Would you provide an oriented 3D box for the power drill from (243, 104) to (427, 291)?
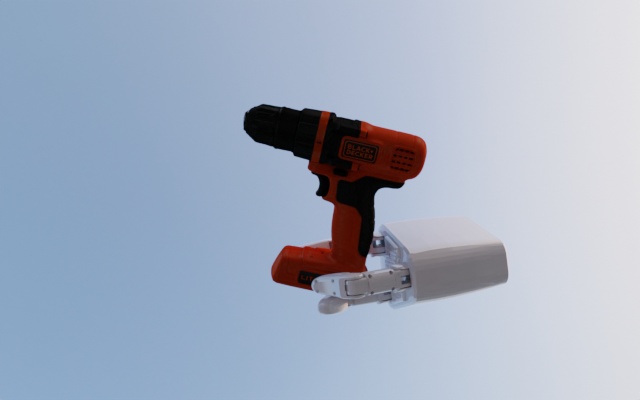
[{"bbox_3d":[0.000,0.002,0.498,0.184,0.188,0.057,13,22,1],"label":"power drill"}]
